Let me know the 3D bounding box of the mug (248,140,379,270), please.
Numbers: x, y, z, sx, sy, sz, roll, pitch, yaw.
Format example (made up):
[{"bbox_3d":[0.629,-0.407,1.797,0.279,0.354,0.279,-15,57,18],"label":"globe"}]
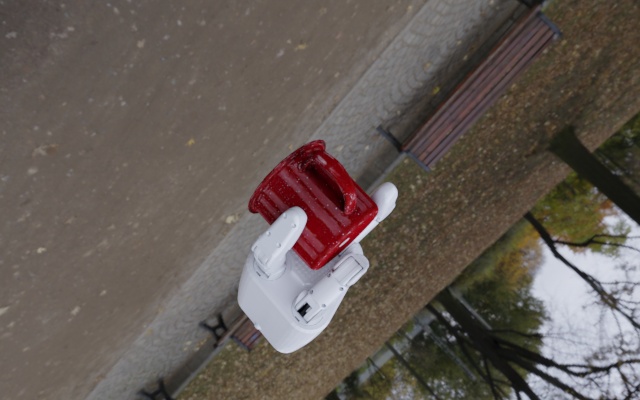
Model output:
[{"bbox_3d":[0.001,0.001,0.414,0.093,0.081,0.117,-37,-13,-30],"label":"mug"}]
